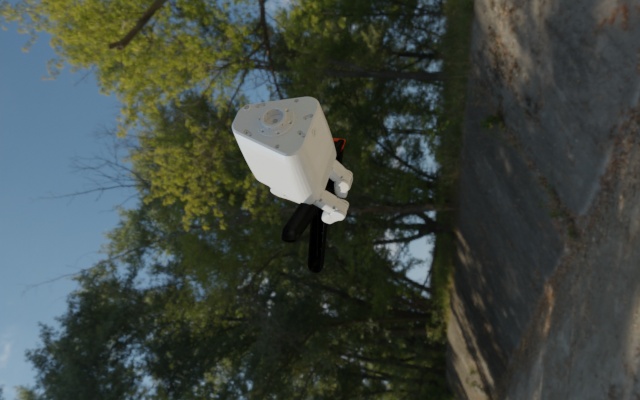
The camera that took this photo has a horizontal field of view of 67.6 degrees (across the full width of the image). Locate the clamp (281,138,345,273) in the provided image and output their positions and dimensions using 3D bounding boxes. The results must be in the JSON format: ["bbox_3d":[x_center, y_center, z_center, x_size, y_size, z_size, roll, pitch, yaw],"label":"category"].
[{"bbox_3d":[-0.001,0.002,0.731,0.036,0.210,0.165,10,-27,17],"label":"clamp"}]
